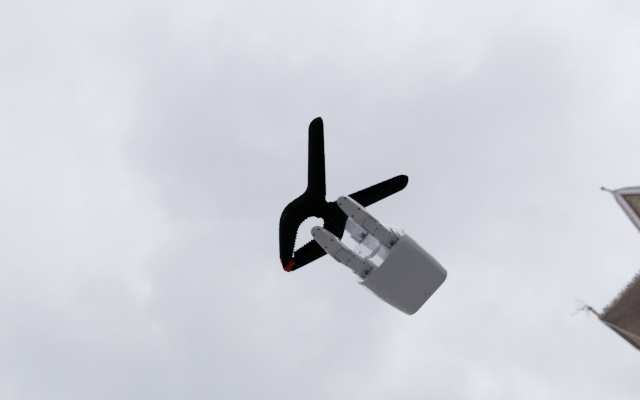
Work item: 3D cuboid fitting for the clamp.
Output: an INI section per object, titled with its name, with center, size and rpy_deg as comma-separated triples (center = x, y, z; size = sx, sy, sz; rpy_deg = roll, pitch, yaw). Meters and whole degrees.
[clamp]
center = 0.000, 0.002, 0.653
size = 0.164, 0.210, 0.036
rpy_deg = 38, 6, -21
